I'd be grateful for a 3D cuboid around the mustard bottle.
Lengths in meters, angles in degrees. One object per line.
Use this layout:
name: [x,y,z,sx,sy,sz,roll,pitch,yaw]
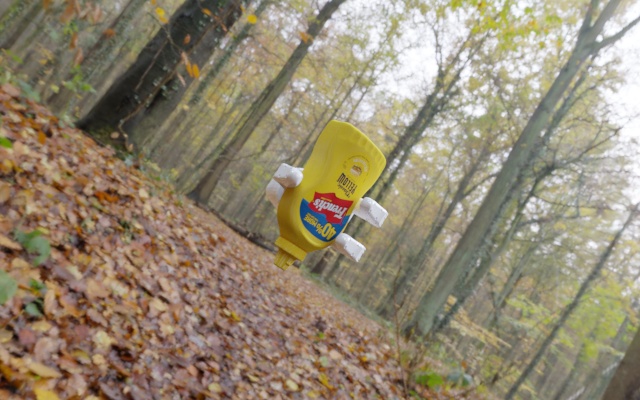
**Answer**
mustard bottle: [0.000,0.002,0.596,0.096,0.191,0.058,39,-9,-39]
